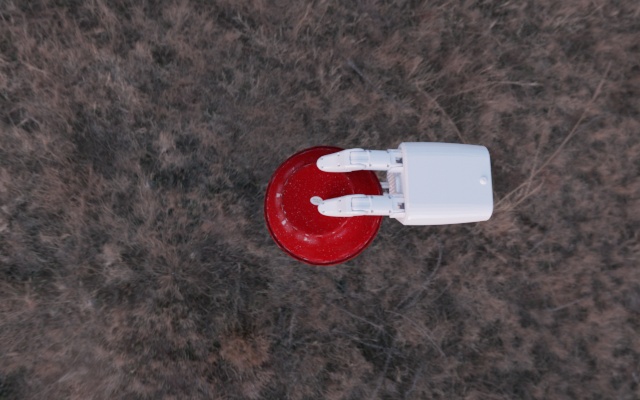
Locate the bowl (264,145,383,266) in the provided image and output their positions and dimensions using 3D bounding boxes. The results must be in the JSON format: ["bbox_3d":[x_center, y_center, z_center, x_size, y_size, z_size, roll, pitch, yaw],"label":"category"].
[{"bbox_3d":[-0.001,0.002,0.609,0.162,0.162,0.055,0,-8,8],"label":"bowl"}]
